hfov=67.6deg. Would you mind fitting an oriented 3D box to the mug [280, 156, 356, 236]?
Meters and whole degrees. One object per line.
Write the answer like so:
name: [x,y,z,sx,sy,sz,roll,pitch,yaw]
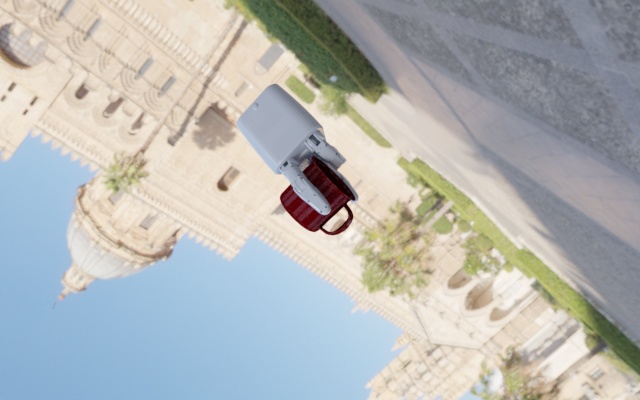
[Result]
mug: [0.001,0.004,0.720,0.081,0.117,0.093,-45,-19,11]
